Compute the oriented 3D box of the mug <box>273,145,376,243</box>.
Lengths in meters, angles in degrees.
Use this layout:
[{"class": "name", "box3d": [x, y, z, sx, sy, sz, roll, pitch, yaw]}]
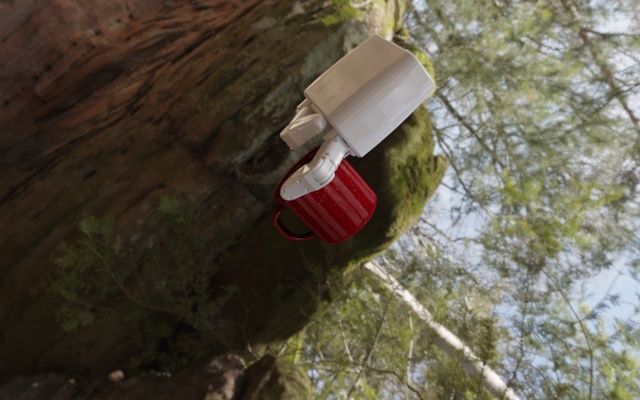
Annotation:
[{"class": "mug", "box3d": [-0.001, 0.003, 0.541, 0.117, 0.081, 0.093, -41, 21, 8]}]
